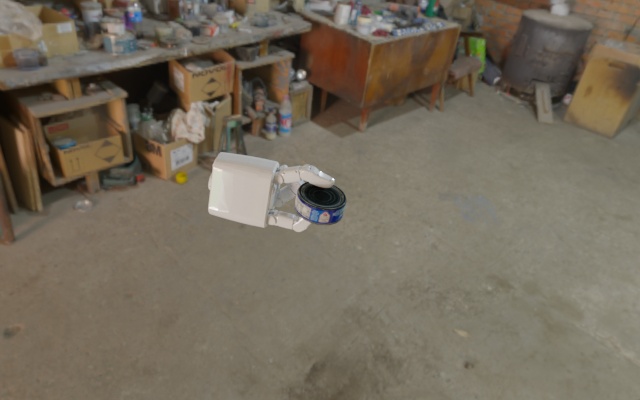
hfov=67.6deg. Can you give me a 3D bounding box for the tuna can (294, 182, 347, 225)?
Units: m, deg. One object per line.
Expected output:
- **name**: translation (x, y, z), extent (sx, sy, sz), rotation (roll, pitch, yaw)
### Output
- **tuna can**: translation (0.000, 0.002, 0.806), extent (0.086, 0.034, 0.086), rotation (10, 34, -6)
